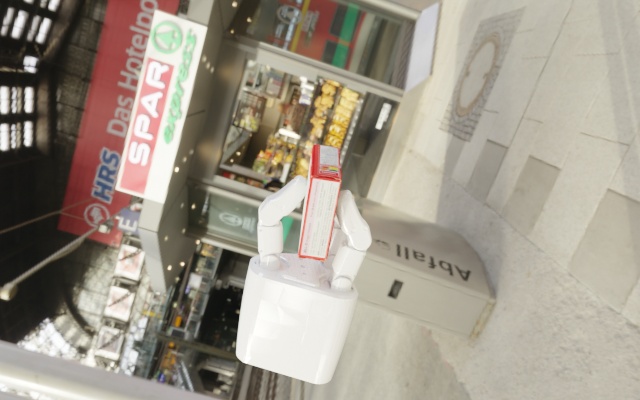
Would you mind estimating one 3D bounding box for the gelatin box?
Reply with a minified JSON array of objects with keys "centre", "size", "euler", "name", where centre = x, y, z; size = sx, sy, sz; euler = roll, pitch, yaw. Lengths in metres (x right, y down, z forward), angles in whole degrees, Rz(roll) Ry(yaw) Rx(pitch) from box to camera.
[{"centre":[0.000,0.001,0.455],"size":[0.030,0.089,0.073],"euler":[8,28,-3],"name":"gelatin box"}]
